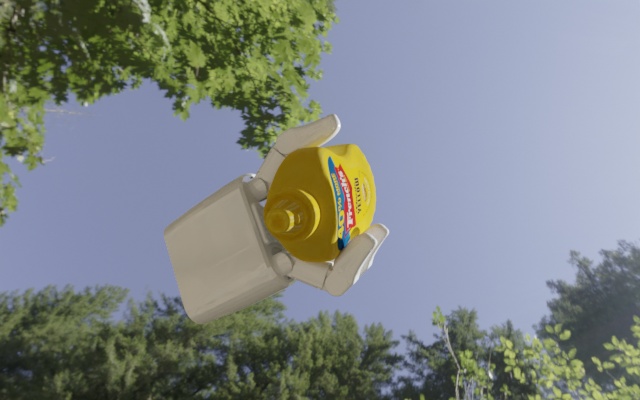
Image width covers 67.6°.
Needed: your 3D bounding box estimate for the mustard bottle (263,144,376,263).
[{"bbox_3d":[0.000,0.001,0.414,0.058,0.096,0.191,-3,7,19],"label":"mustard bottle"}]
